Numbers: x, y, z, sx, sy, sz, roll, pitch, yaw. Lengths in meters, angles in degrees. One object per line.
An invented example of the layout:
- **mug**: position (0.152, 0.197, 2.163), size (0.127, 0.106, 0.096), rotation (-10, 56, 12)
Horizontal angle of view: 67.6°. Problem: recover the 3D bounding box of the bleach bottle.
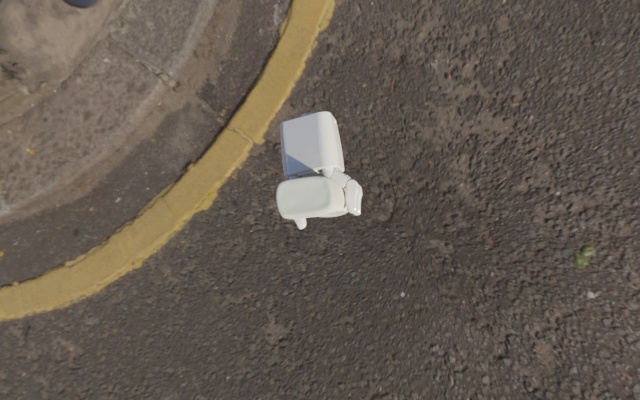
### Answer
- **bleach bottle**: position (0.000, 0.003, 0.899), size (0.102, 0.068, 0.251), rotation (-8, -6, 11)
